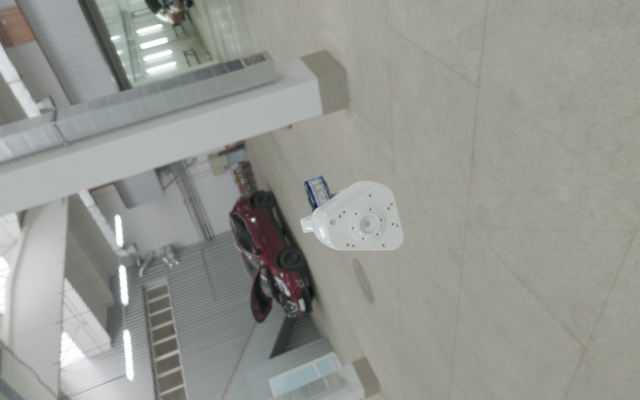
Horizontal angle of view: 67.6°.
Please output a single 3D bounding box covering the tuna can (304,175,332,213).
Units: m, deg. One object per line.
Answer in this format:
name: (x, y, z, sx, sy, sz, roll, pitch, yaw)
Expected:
tuna can: (0.000, 0.003, 0.816, 0.034, 0.086, 0.086, -19, 2, -6)
